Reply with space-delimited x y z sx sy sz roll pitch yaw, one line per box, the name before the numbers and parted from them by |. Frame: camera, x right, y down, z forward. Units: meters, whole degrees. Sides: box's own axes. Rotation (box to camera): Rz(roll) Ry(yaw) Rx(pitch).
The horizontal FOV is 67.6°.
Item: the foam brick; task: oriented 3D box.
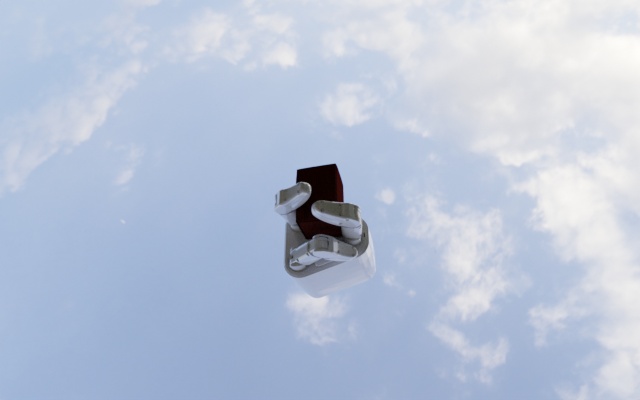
foam brick | 0.000 0.002 0.598 0.053 0.078 0.051 -6 -29 12
